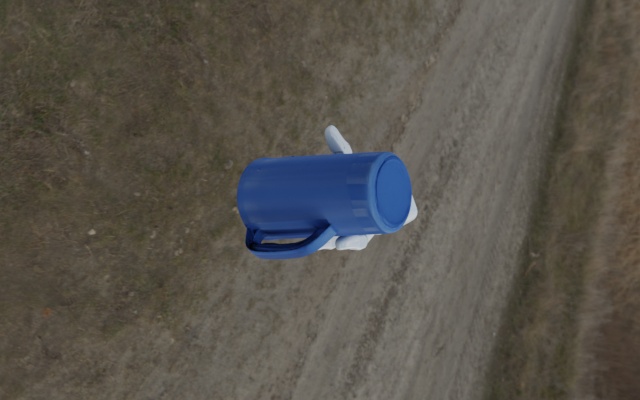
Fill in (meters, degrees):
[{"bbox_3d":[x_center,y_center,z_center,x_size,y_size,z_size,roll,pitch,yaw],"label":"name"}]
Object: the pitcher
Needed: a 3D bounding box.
[{"bbox_3d":[0.000,0.002,0.692,0.243,0.149,0.145,-2,5,40],"label":"pitcher"}]
